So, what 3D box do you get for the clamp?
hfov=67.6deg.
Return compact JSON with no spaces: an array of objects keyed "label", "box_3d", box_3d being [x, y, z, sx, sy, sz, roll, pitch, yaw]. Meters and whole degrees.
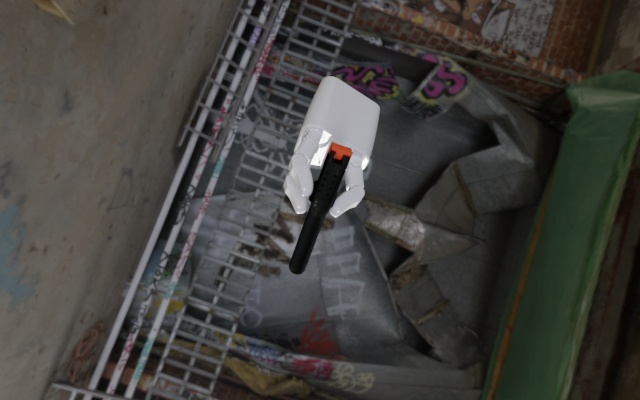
[{"label":"clamp","box_3d":[0.001,0.002,0.659,0.036,0.164,0.210,18,-29,-4]}]
